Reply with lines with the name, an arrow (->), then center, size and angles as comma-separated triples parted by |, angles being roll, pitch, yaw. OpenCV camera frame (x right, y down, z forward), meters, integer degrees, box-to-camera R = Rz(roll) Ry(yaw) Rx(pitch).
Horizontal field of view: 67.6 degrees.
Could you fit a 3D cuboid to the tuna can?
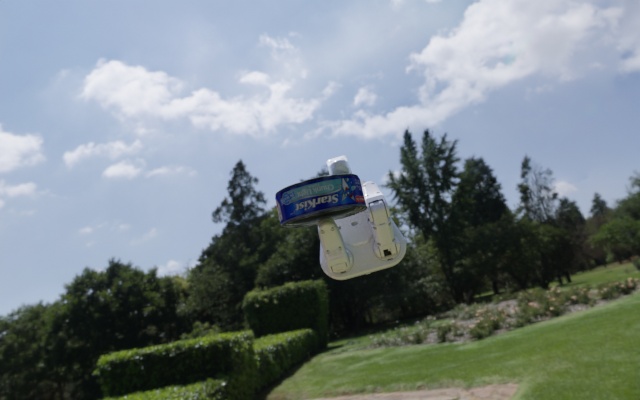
tuna can -> 0.000, 0.001, 0.462 | 0.086, 0.033, 0.086 | -12, -8, -2
